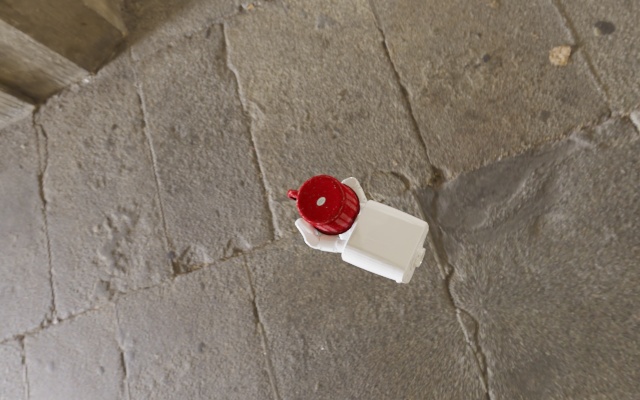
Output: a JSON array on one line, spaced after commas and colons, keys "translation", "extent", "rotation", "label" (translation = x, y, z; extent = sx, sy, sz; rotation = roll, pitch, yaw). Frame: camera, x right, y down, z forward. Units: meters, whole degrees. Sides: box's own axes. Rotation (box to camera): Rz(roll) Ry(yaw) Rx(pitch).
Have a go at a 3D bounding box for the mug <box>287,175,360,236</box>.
[{"translation": [-0.001, 0.002, 0.777], "extent": [0.117, 0.093, 0.081], "rotation": [19, -5, 20], "label": "mug"}]
